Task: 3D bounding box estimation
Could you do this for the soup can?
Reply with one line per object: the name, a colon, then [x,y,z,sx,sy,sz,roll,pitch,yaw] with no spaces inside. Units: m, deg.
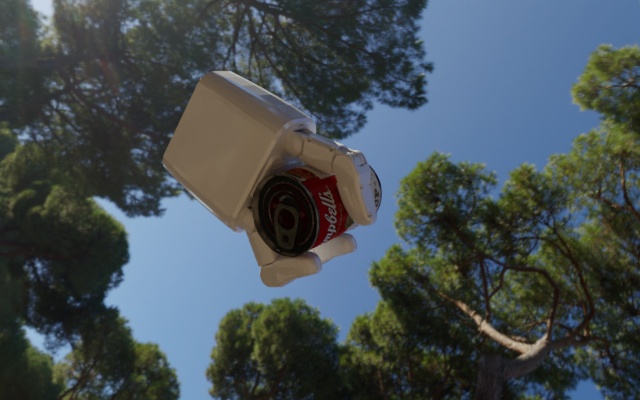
soup can: [0.001,0.001,0.412,0.068,0.068,0.102,0,13,37]
